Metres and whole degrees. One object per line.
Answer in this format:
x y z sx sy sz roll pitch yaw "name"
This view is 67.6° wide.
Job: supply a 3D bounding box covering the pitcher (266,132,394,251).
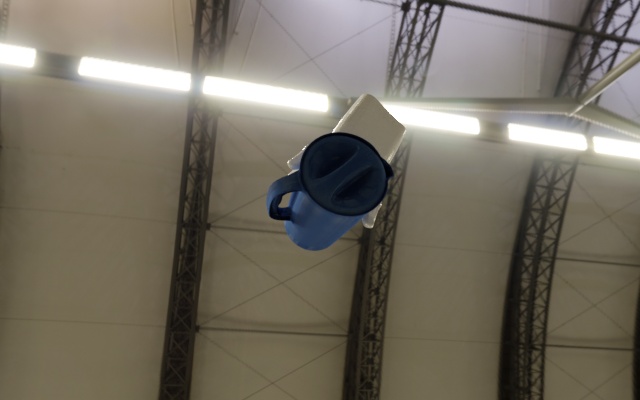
0.000 0.002 0.785 0.149 0.145 0.243 32 -26 0 "pitcher"
